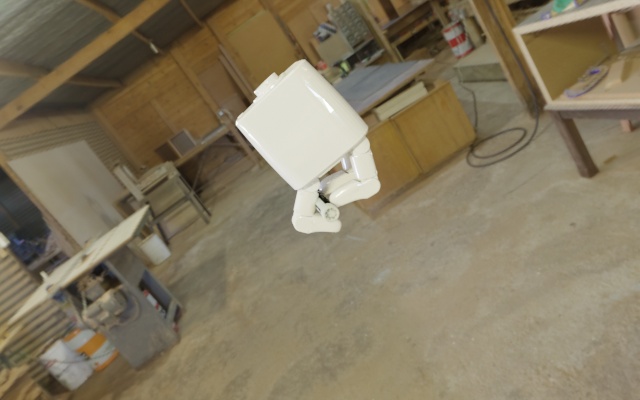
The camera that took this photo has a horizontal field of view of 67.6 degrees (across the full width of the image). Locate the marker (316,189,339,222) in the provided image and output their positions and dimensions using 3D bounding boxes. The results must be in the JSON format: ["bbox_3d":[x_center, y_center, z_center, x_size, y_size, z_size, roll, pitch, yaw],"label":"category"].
[{"bbox_3d":[0.000,0.002,0.583,0.020,0.020,0.121,0,13,-12],"label":"marker"}]
